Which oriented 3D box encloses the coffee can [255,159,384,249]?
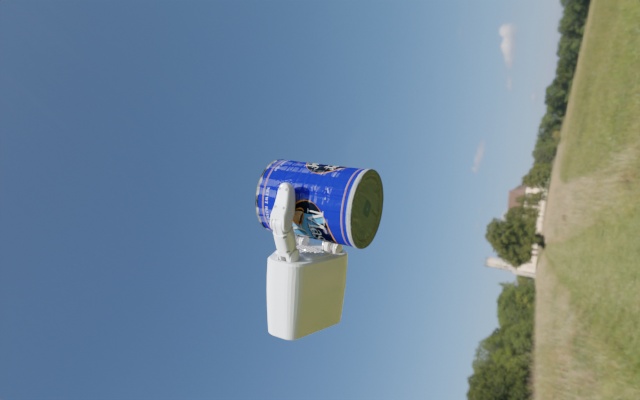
[{"bbox_3d":[0.000,0.002,0.637,0.140,0.103,0.103,9,4,28],"label":"coffee can"}]
